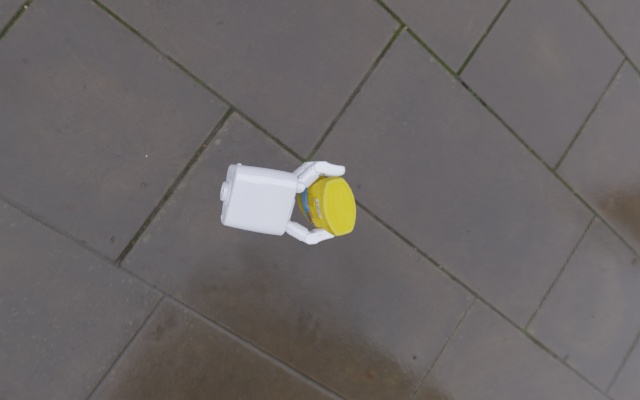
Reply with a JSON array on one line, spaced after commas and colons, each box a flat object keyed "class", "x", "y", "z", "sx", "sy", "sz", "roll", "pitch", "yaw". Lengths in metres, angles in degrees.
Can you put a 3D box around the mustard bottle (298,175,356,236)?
[{"class": "mustard bottle", "x": 0.001, "y": 0.003, "z": 0.862, "sx": 0.058, "sy": 0.096, "sz": 0.191, "roll": -15, "pitch": 10, "yaw": -18}]
